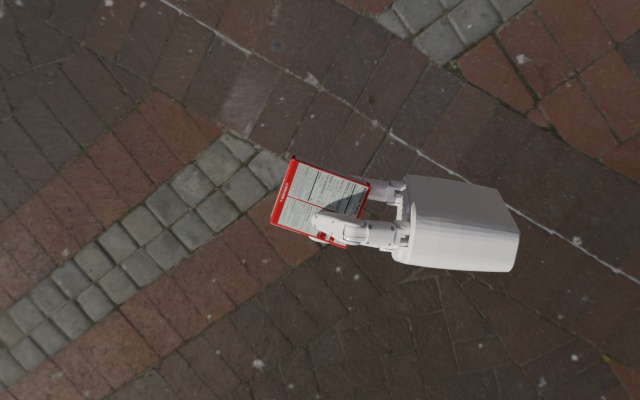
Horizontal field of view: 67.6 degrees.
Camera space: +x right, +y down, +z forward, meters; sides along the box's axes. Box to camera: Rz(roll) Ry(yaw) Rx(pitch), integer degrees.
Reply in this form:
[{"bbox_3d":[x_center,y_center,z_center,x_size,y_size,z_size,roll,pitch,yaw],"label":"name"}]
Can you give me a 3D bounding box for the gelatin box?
[{"bbox_3d":[0.000,0.002,0.505,0.089,0.073,0.030,19,13,-6],"label":"gelatin box"}]
